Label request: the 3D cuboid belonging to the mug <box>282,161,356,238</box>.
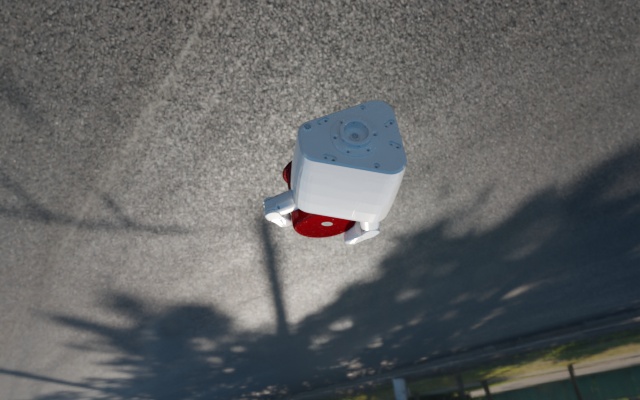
[{"bbox_3d":[0.000,0.003,0.625,0.093,0.081,0.117,-5,-28,-7],"label":"mug"}]
